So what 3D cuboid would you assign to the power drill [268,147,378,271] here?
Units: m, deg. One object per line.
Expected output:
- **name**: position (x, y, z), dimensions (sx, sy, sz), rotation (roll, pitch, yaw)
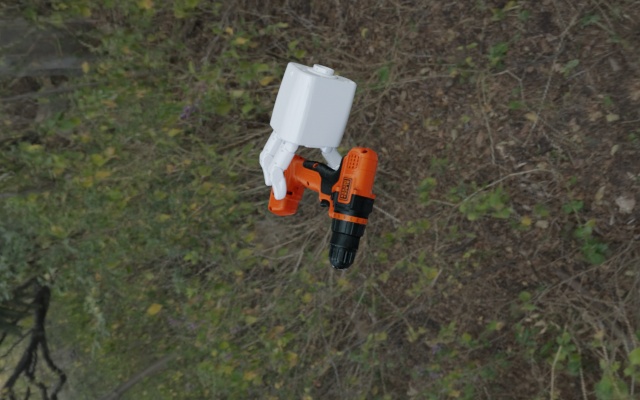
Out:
- **power drill**: position (0.000, 0.002, 0.756), dimensions (0.187, 0.184, 0.057), rotation (13, -2, 43)
